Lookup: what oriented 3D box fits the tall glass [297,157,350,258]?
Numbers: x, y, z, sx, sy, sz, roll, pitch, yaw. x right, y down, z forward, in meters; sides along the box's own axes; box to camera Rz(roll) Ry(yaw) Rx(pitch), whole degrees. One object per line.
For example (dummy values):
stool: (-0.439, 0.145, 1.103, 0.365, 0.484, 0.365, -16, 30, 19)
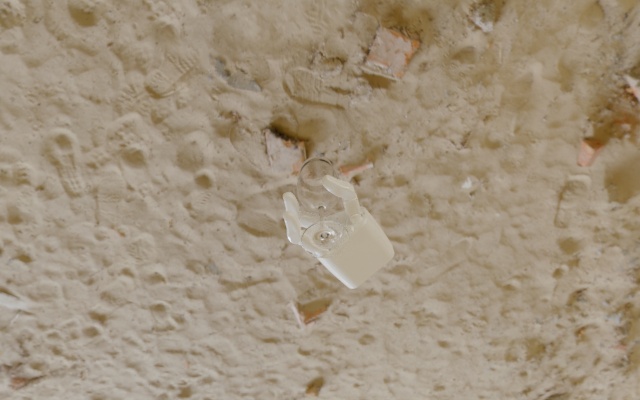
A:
tall glass: (0.000, 0.003, 0.807, 0.079, 0.079, 0.201, 0, 36, -6)
